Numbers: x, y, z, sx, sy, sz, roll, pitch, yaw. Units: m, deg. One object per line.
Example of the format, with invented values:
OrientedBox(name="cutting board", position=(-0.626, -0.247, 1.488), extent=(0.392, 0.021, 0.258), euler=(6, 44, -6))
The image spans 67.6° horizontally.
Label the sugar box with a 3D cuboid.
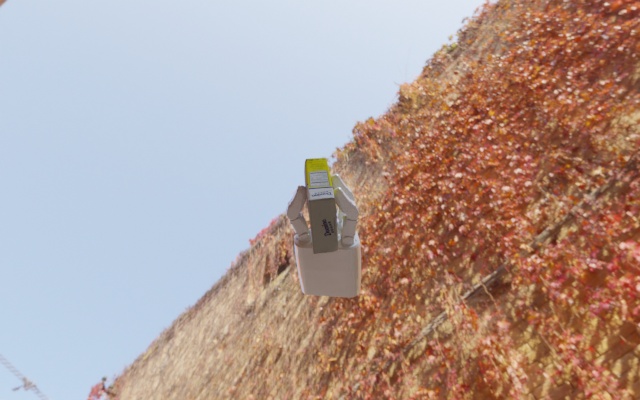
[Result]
OrientedBox(name="sugar box", position=(0.001, 0.003, 0.778), extent=(0.048, 0.093, 0.176), euler=(-6, 26, -4))
